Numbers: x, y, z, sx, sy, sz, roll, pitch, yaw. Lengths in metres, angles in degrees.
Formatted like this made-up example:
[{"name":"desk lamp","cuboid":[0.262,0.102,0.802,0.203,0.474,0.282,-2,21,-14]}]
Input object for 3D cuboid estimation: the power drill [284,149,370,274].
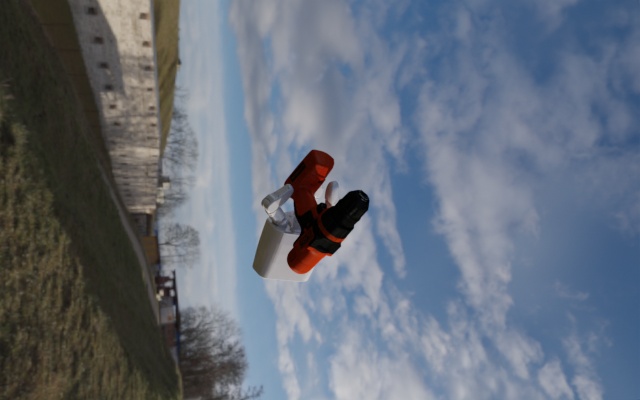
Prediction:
[{"name":"power drill","cuboid":[0.000,0.002,0.784,0.057,0.187,0.184,25,-55,-30]}]
